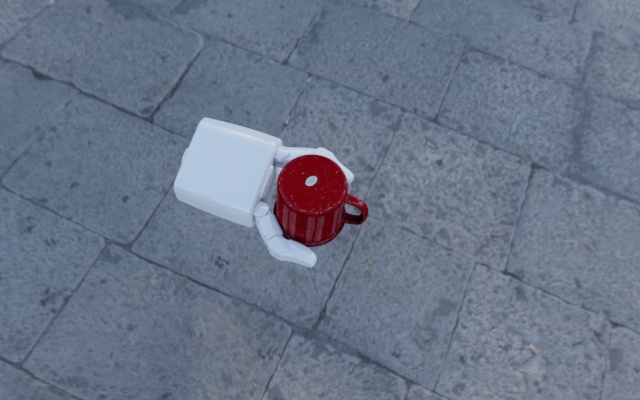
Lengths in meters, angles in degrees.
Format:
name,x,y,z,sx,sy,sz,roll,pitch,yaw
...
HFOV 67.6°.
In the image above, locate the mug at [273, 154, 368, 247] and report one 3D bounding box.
name,x,y,z,sx,sy,sz,roll,pitch,yaw
mug,0.001,0.002,0.570,0.117,0.093,0.081,18,-27,5
